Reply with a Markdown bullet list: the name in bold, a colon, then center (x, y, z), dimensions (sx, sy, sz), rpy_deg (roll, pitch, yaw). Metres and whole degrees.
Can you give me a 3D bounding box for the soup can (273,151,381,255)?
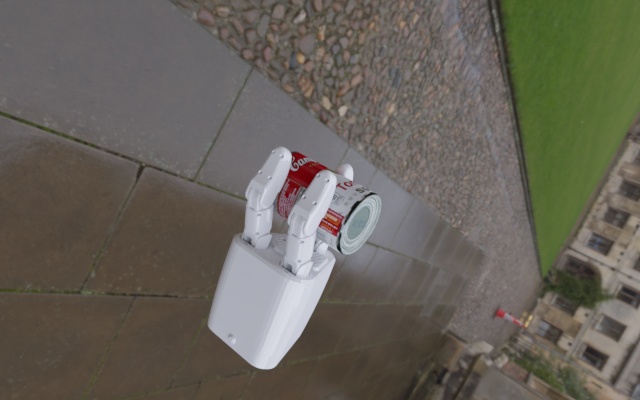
- **soup can**: center (0.001, 0.001, 0.474), dimensions (0.102, 0.068, 0.068), rpy_deg (30, 15, 28)
